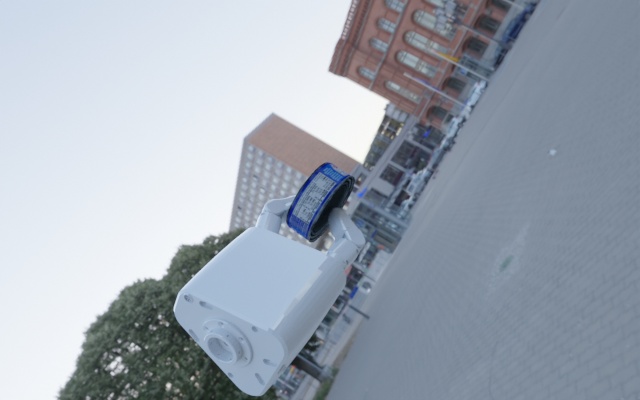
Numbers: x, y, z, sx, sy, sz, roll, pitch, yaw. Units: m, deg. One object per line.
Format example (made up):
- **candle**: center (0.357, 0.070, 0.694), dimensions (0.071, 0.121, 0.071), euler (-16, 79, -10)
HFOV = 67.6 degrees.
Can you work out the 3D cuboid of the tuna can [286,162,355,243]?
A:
- **tuna can**: center (0.000, 0.001, 0.522), dimensions (0.033, 0.086, 0.086), euler (34, 9, 13)
